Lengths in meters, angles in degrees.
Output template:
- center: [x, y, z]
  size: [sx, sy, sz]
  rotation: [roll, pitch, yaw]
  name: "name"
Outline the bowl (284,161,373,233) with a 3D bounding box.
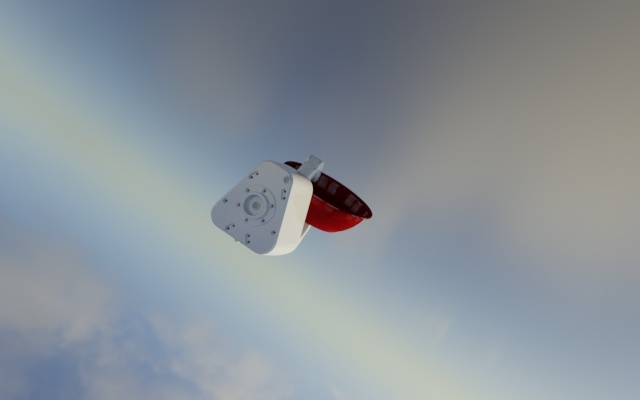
- center: [0.001, 0.003, 0.757]
  size: [0.162, 0.055, 0.162]
  rotation: [28, 16, -9]
  name: "bowl"
